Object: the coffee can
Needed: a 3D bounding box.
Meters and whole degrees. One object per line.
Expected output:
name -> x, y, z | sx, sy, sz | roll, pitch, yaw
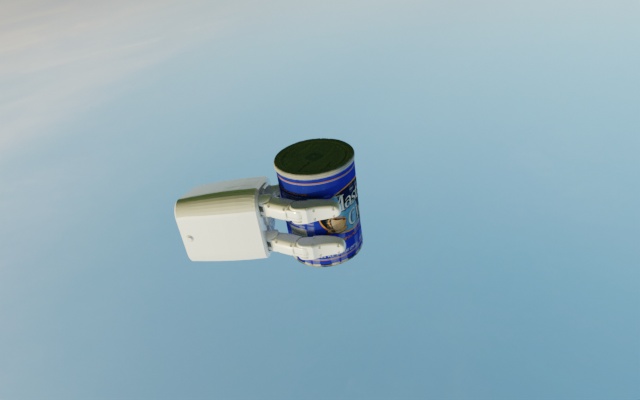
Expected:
coffee can -> 0.000, 0.002, 0.635 | 0.103, 0.140, 0.102 | -6, 32, 4
